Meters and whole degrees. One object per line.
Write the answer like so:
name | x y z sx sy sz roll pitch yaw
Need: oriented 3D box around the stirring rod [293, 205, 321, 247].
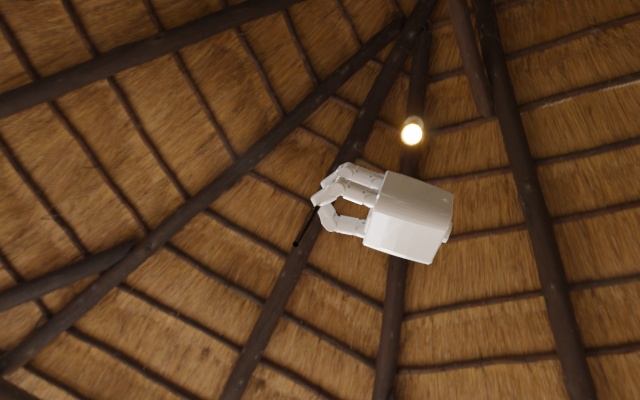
stirring rod | 0.000 0.002 0.712 0.011 0.011 0.239 0 27 17
